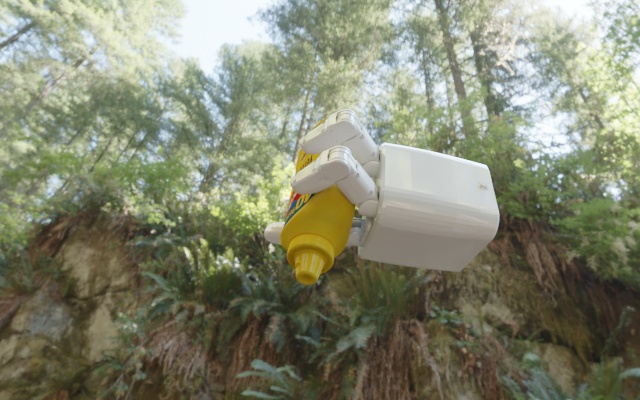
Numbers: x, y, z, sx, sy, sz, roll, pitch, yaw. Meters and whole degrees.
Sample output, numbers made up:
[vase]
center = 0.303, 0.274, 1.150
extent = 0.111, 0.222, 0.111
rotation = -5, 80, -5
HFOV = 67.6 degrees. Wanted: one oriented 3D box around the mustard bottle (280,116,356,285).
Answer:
[mustard bottle]
center = 0.000, 0.001, 0.466
extent = 0.058, 0.191, 0.096
rotation = 29, -50, -17
